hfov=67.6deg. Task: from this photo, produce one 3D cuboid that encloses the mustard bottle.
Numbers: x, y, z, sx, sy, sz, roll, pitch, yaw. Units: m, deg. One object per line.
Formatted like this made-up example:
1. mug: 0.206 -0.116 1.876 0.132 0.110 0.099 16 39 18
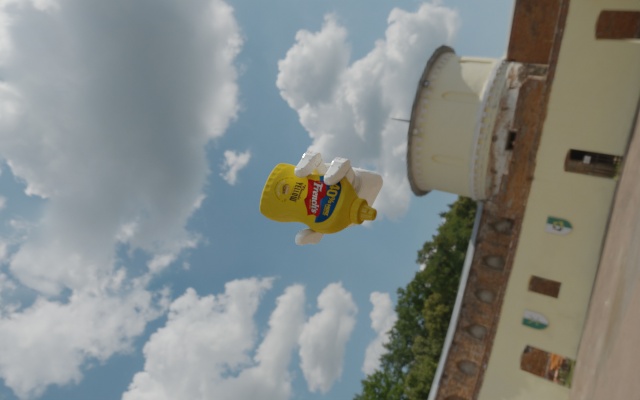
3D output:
1. mustard bottle: 0.000 0.002 0.767 0.191 0.096 0.058 14 -17 27
